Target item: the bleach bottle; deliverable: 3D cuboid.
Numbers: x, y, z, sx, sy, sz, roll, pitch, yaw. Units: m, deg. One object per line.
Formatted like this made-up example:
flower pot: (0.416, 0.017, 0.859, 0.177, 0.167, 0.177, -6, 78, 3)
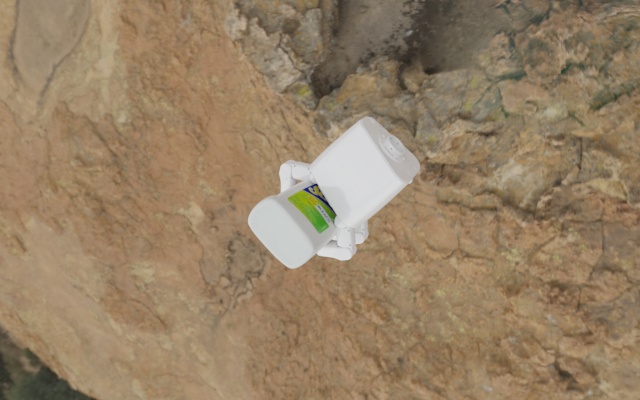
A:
bleach bottle: (0.000, 0.002, 0.721, 0.068, 0.102, 0.250, -42, -1, 33)
